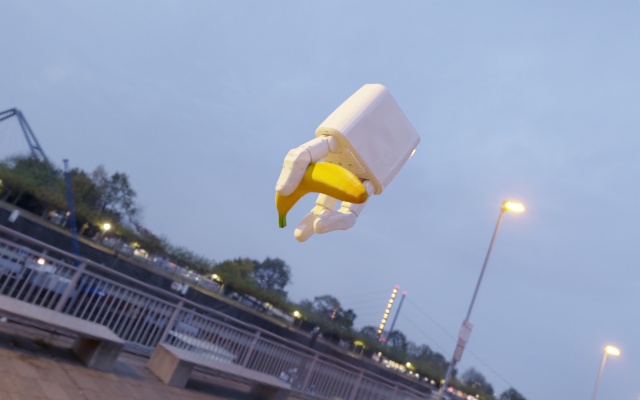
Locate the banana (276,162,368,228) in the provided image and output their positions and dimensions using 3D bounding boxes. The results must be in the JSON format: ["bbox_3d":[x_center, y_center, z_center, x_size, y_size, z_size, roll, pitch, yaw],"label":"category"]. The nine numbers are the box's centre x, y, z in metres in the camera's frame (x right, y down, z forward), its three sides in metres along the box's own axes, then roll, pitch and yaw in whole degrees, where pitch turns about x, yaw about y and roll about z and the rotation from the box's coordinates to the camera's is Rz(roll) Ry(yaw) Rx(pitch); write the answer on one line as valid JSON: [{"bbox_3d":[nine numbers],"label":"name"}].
[{"bbox_3d":[-0.009,-0.014,0.596,0.037,0.069,0.198,-26,3,-32],"label":"banana"}]
